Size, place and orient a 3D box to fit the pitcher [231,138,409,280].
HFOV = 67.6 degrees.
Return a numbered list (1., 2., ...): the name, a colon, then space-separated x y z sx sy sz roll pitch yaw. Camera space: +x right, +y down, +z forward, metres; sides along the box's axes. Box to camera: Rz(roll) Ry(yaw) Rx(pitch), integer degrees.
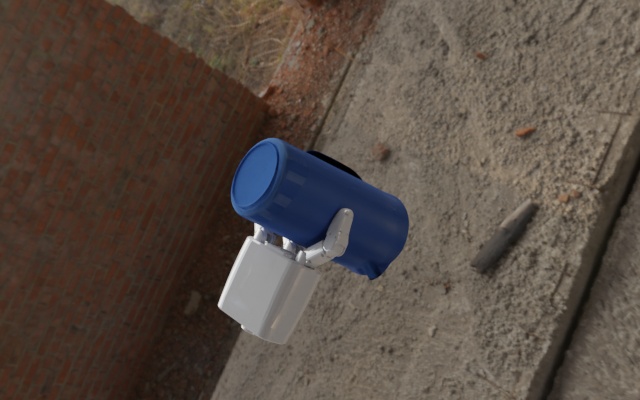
1. pitcher: 0.000 0.002 0.670 0.243 0.145 0.149 27 -2 -39
